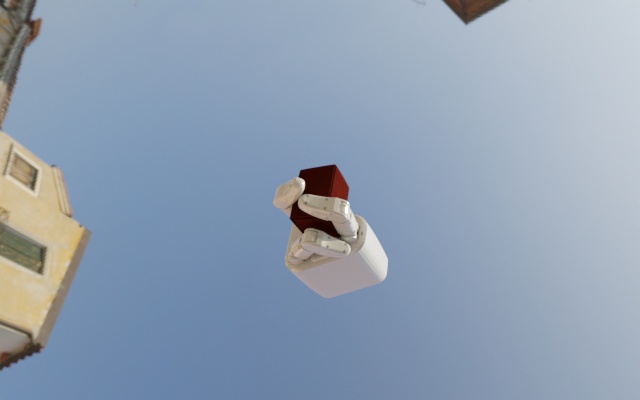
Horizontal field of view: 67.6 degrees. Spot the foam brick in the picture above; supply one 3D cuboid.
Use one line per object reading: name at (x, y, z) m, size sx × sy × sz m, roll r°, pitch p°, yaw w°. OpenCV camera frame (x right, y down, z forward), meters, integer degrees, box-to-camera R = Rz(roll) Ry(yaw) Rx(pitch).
foam brick at (0.000, 0.002, 0.611) m, size 0.053 × 0.078 × 0.051 m, roll -5°, pitch -34°, yaw 26°
